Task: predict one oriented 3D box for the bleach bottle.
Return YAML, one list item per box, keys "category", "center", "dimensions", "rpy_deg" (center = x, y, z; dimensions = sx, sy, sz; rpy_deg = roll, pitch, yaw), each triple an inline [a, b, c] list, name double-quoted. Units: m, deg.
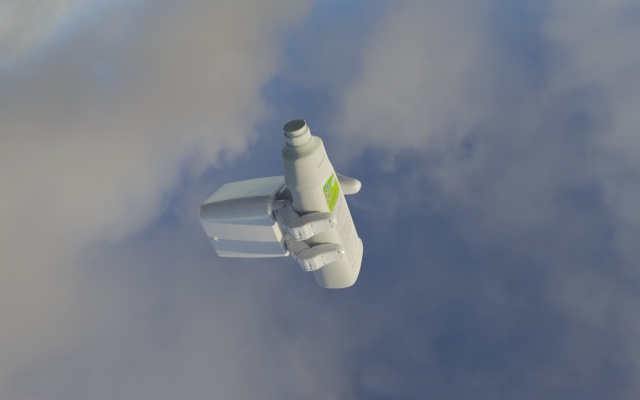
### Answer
- category: "bleach bottle"
  center: [0.000, 0.002, 0.643]
  dimensions: [0.068, 0.251, 0.102]
  rpy_deg: [-5, 39, 16]
